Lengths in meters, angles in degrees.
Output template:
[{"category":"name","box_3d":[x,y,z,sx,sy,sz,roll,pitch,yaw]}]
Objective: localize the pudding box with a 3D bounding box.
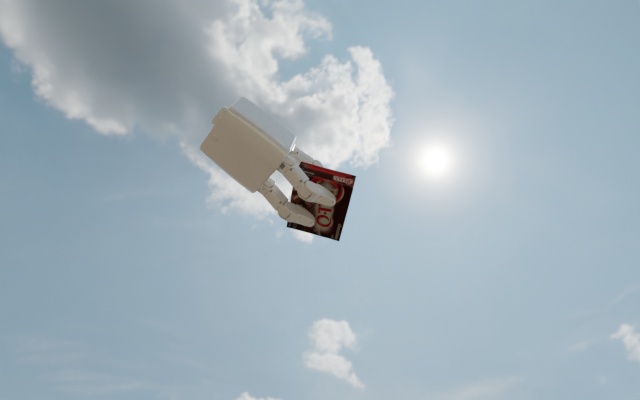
[{"category":"pudding box","box_3d":[0.000,0.002,0.745,0.090,0.114,0.039,15,39,5]}]
